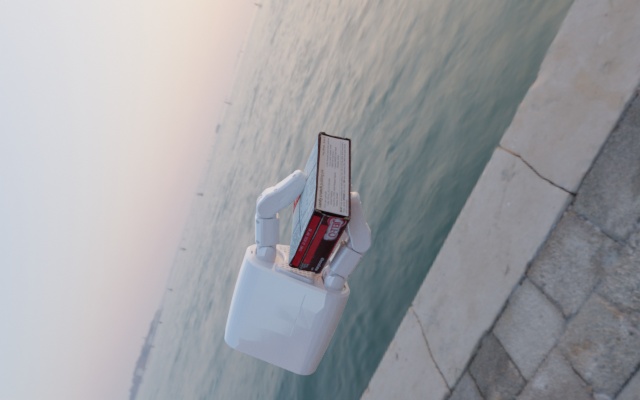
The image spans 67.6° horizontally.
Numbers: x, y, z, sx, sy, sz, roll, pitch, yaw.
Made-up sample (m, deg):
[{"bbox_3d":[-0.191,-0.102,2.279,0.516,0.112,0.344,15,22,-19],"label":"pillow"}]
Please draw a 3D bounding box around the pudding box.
[{"bbox_3d":[0.000,0.002,0.476,0.039,0.113,0.090,13,-44,-13],"label":"pudding box"}]
